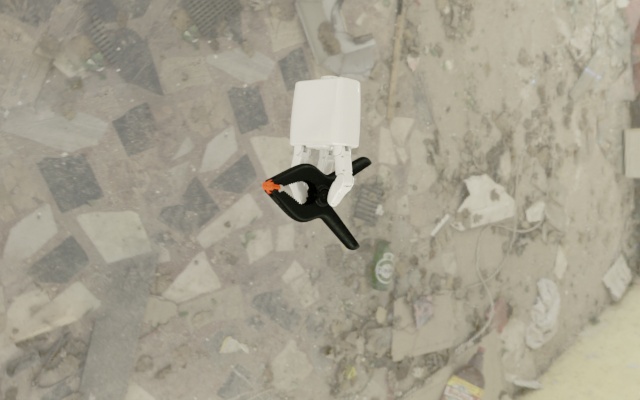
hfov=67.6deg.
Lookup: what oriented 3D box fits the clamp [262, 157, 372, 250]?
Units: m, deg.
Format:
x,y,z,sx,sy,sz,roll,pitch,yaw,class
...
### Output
x,y,z,sx,sy,sz,roll,pitch,yaw,class
0.000,0.002,0.786,0.210,0.164,0.036,2,1,-38,clamp
